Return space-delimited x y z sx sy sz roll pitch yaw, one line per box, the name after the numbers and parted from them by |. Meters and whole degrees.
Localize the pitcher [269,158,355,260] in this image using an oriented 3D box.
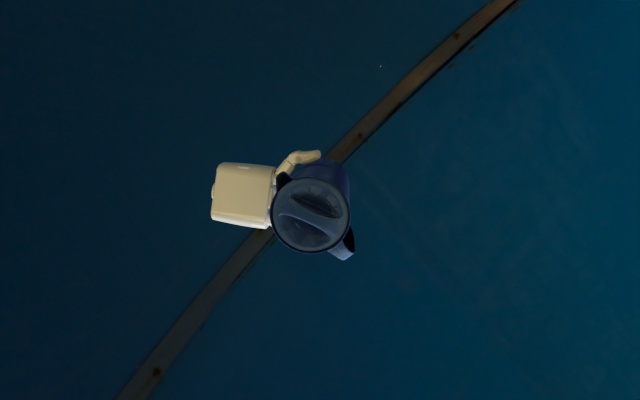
0.000 0.003 0.883 0.145 0.149 0.242 6 16 5 | pitcher
